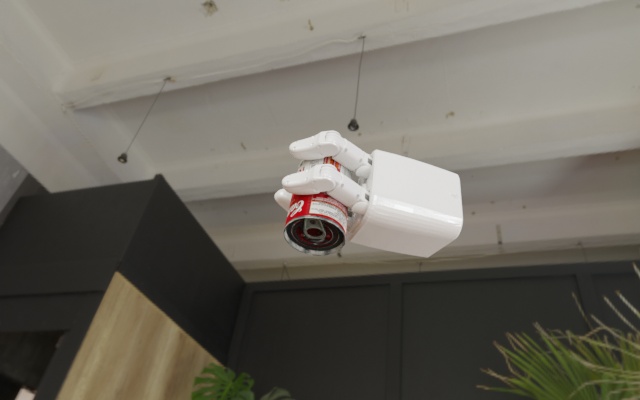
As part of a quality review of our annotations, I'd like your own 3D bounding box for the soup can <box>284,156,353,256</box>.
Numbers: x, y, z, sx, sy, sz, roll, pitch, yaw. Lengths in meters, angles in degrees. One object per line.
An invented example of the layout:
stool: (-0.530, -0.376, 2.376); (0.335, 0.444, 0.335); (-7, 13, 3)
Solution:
soup can: (0.000, 0.002, 0.544); (0.068, 0.102, 0.069); (6, -40, 5)
